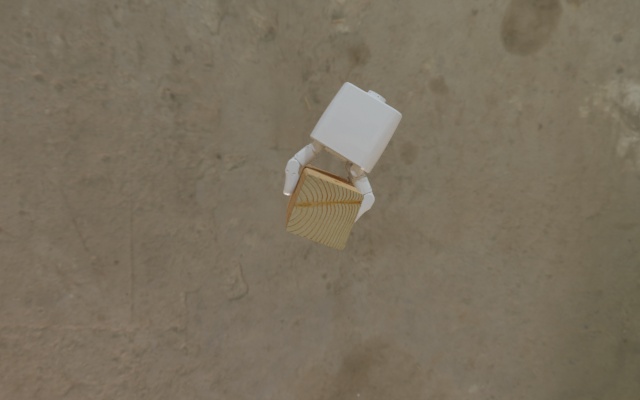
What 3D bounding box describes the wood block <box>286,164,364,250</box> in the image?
[{"bbox_3d":[0.000,0.002,0.780,0.091,0.090,0.206,21,7,-6],"label":"wood block"}]
